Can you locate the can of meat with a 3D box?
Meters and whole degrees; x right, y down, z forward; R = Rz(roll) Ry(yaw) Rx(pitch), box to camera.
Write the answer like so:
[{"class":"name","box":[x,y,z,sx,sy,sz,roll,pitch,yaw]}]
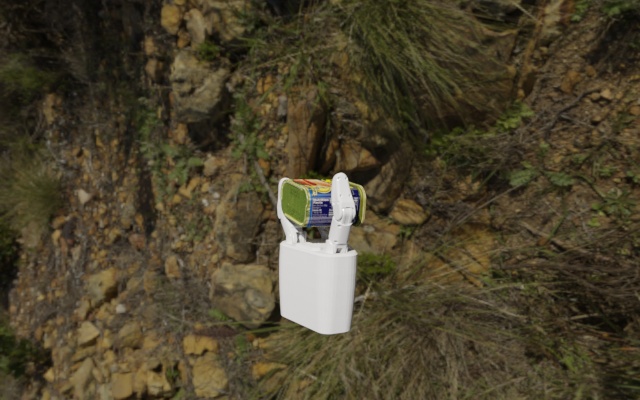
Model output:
[{"class":"can of meat","box":[0.000,0.002,0.650,0.084,0.057,0.102,-1,12,-25]}]
